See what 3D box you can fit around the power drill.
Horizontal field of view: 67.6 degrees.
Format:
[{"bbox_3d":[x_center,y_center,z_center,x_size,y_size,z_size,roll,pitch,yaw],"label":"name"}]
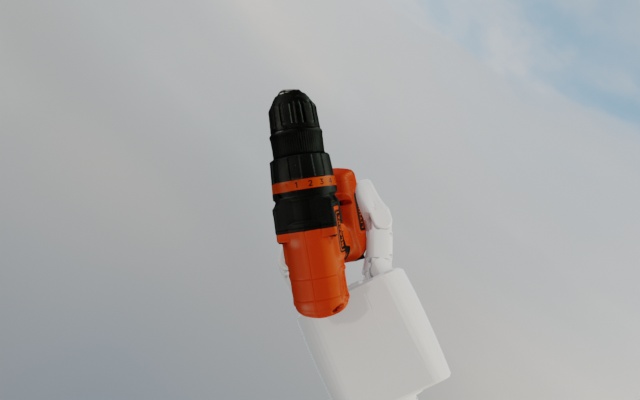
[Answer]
[{"bbox_3d":[0.000,0.002,0.452,0.057,0.184,0.187,-7,-1,12],"label":"power drill"}]
